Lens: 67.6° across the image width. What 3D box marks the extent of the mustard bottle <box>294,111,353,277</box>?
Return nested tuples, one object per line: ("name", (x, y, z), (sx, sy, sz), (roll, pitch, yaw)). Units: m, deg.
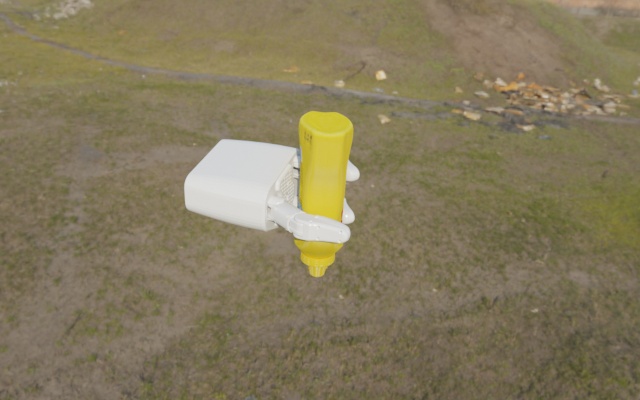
("mustard bottle", (0.000, 0.002, 0.544), (0.058, 0.192, 0.096), (1, 24, -6))
